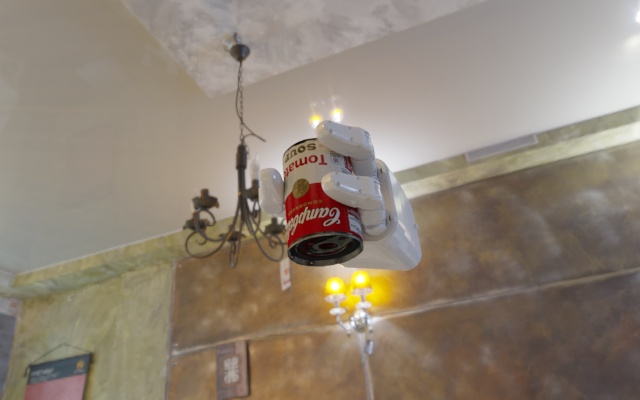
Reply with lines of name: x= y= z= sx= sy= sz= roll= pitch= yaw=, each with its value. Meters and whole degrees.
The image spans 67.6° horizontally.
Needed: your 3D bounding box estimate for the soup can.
soup can: x=0.000 y=0.001 z=0.444 sx=0.068 sy=0.102 sz=0.068 roll=-5 pitch=-29 yaw=-3
